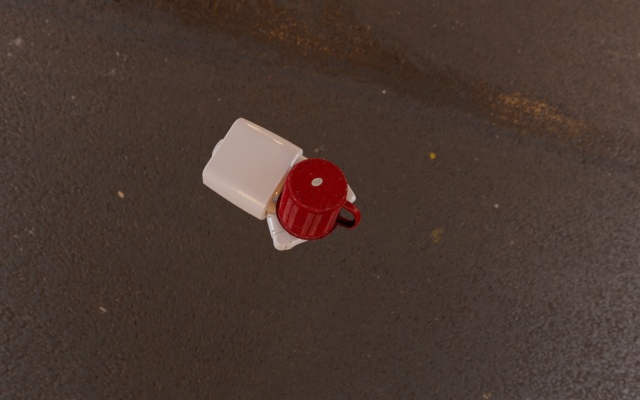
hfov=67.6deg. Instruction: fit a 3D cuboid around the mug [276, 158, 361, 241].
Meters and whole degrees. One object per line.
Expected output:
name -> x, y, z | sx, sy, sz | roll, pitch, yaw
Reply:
mug -> 0.001, 0.003, 0.641 | 0.117, 0.093, 0.081 | 29, -28, 4
